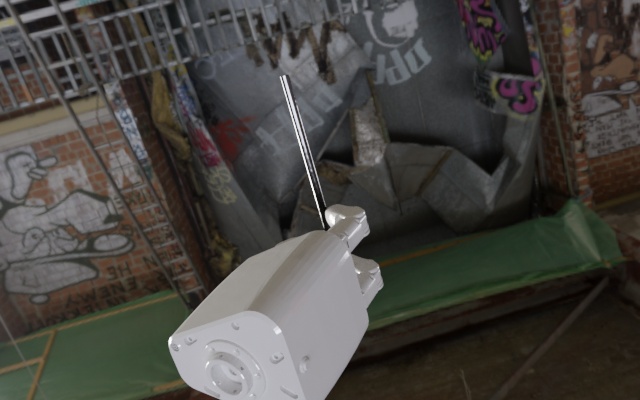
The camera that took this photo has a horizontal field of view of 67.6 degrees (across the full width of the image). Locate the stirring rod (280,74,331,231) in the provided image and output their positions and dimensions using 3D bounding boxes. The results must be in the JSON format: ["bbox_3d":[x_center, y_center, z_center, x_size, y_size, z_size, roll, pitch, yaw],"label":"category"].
[{"bbox_3d":[0.000,0.001,0.452,0.011,0.240,0.011,-14,18,5],"label":"stirring rod"}]
